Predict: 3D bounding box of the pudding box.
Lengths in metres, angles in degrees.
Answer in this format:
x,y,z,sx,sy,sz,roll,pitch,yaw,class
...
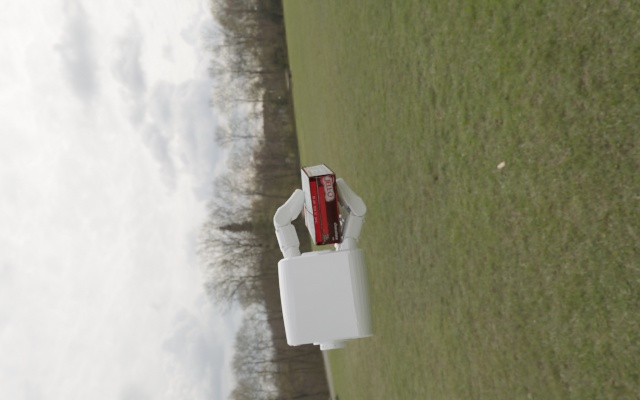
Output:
x,y,z,sx,sy,sz,roll,pitch,yaw,class
0.000,0.002,0.634,0.039,0.090,0.113,-6,12,-7,pudding box
